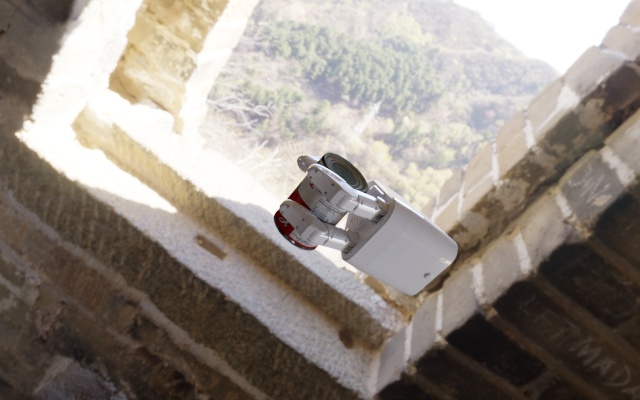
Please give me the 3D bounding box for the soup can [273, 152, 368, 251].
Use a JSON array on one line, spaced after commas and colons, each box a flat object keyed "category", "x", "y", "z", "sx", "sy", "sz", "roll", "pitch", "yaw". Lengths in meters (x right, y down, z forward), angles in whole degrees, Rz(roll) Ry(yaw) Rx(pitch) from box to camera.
[{"category": "soup can", "x": 0.000, "y": 0.001, "z": 0.567, "sx": 0.068, "sy": 0.068, "sz": 0.102, "roll": 0, "pitch": -43, "yaw": -53}]
